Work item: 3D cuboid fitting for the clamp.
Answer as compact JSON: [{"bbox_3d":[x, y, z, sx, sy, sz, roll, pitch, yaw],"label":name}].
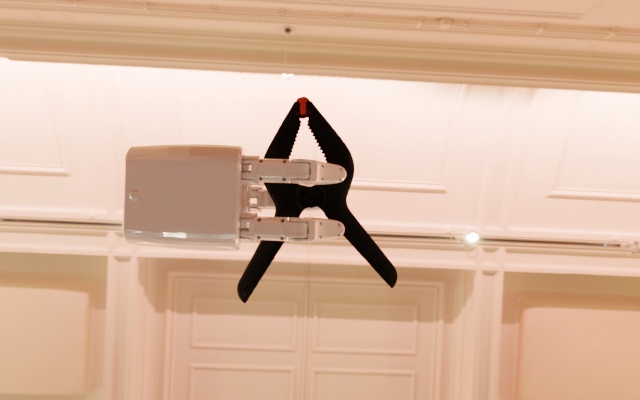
[{"bbox_3d":[0.000,0.001,0.492,0.164,0.210,0.036,2,1,-5],"label":"clamp"}]
